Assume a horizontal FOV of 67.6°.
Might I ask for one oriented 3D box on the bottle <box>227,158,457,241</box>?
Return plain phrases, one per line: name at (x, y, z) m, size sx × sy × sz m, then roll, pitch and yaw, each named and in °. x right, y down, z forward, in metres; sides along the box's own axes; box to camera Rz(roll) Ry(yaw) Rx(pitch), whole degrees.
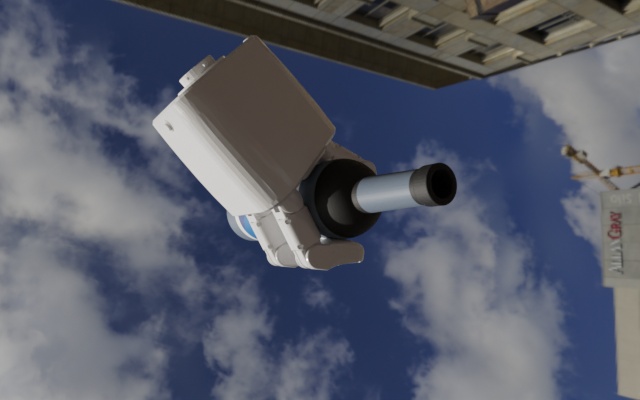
bottle at (0.000, 0.001, 0.425) m, size 0.069 × 0.069 × 0.296 m, roll 0°, pitch -5°, yaw -32°
